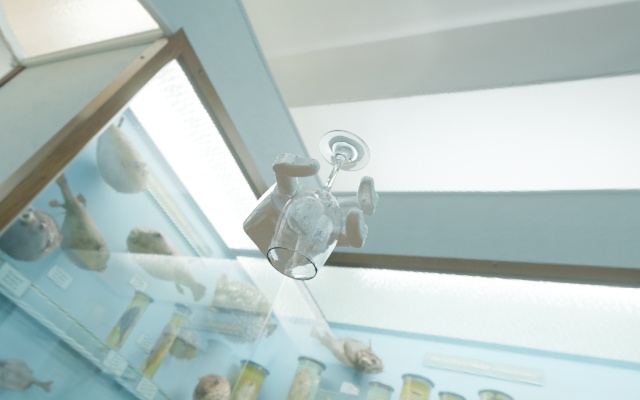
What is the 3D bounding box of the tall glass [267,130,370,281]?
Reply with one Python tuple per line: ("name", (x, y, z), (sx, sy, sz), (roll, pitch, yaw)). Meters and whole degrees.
("tall glass", (0.000, 0.001, 0.602), (0.079, 0.201, 0.079), (15, -40, 13))
